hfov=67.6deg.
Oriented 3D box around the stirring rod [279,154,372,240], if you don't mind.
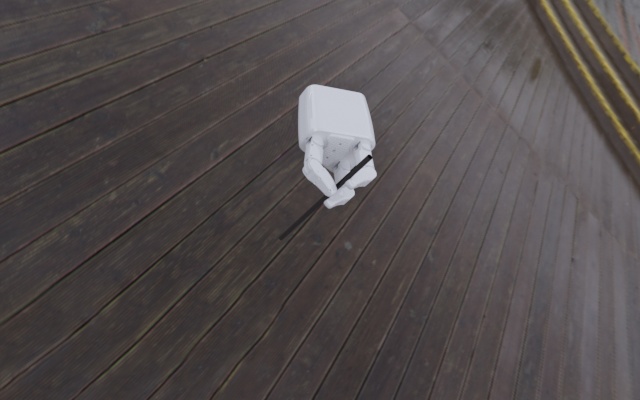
[{"bbox_3d":[0.000,0.002,0.719,0.011,0.011,0.240,0,-30,-40],"label":"stirring rod"}]
